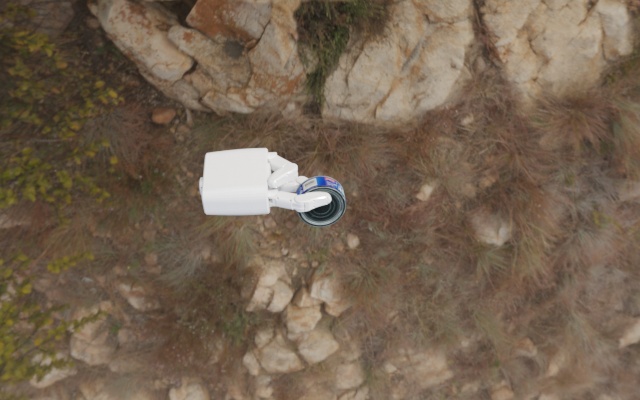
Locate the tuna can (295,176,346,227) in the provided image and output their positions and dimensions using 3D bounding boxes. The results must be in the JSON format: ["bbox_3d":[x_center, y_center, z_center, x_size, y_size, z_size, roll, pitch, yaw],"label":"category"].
[{"bbox_3d":[0.000,0.003,0.810,0.086,0.086,0.033,0,34,-8],"label":"tuna can"}]
